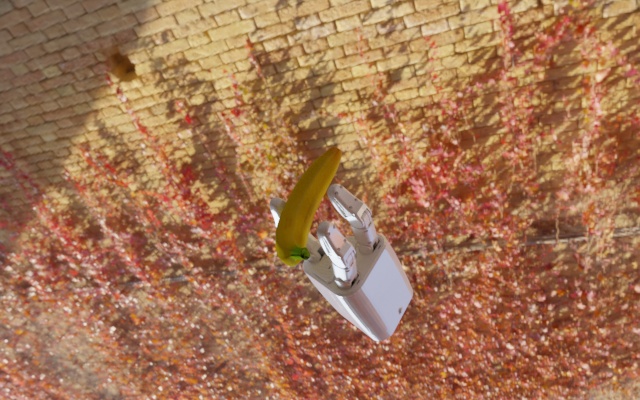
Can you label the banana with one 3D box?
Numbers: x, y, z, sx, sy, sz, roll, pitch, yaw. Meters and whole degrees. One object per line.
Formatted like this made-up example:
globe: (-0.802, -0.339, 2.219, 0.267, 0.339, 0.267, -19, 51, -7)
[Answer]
banana: (-0.015, 0.011, 0.558, 0.069, 0.037, 0.197, -24, 31, 30)
